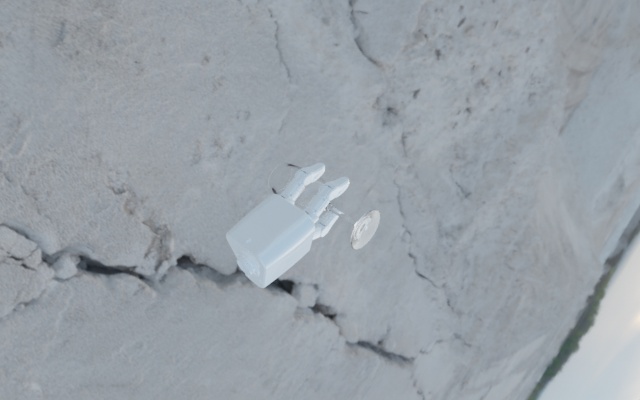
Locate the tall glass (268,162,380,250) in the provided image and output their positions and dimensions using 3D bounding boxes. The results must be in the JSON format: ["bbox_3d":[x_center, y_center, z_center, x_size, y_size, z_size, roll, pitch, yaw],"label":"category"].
[{"bbox_3d":[0.001,0.003,0.821,0.201,0.079,0.079,32,18,31],"label":"tall glass"}]
